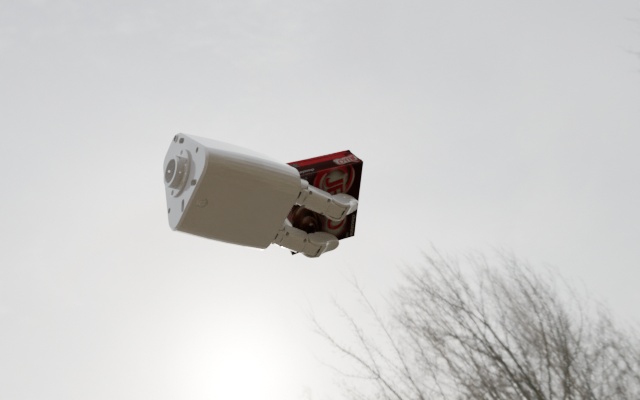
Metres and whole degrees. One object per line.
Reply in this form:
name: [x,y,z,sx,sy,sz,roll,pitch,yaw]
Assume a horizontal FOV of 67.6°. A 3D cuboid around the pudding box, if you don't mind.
pudding box: [0.000,0.002,0.567,0.090,0.114,0.039,-14,40,-24]
